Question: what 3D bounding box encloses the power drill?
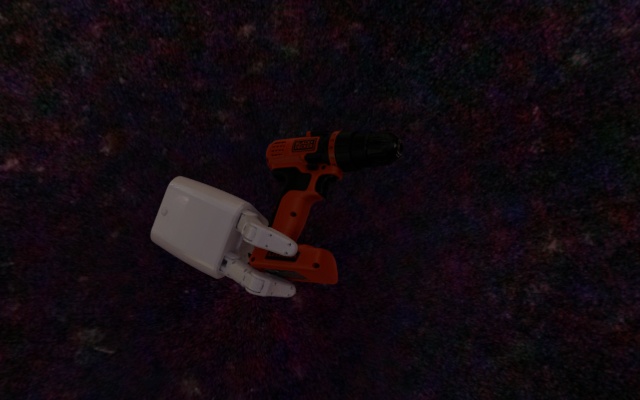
[{"bbox_3d":[0.000,0.002,0.569,0.184,0.187,0.057,-2,-28,32],"label":"power drill"}]
